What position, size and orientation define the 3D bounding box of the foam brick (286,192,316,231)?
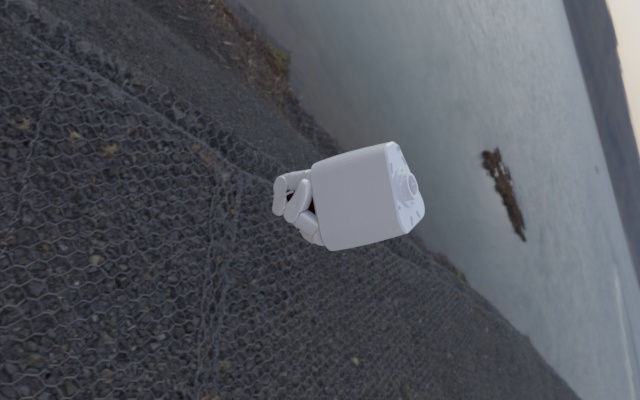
[{"bbox_3d":[0.000,0.002,0.653,0.051,0.053,0.078,-15,8,31],"label":"foam brick"}]
